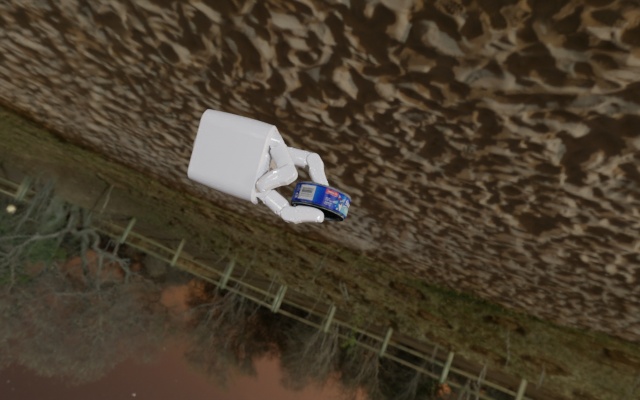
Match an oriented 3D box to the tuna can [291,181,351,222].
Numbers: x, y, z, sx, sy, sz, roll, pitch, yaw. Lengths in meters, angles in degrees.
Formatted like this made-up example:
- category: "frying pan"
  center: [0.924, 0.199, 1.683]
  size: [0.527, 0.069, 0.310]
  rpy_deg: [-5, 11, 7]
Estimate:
- category: "tuna can"
  center: [0.000, 0.003, 0.704]
  size: [0.086, 0.033, 0.086]
  rpy_deg: [16, -13, 4]
